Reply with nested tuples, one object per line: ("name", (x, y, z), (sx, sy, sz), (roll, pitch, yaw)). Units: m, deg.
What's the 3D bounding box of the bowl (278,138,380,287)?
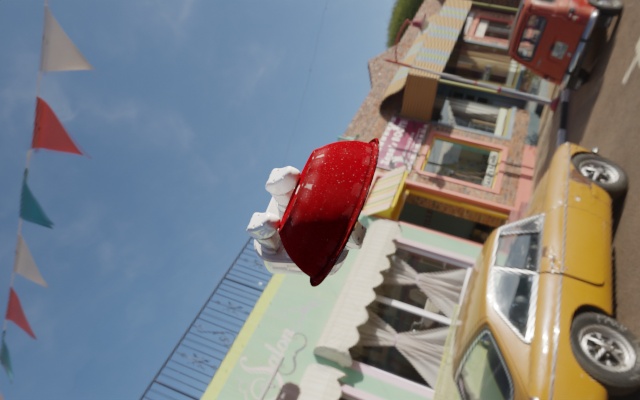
("bowl", (0.000, 0.001, 0.478), (0.055, 0.162, 0.162), (24, -3, -7))
